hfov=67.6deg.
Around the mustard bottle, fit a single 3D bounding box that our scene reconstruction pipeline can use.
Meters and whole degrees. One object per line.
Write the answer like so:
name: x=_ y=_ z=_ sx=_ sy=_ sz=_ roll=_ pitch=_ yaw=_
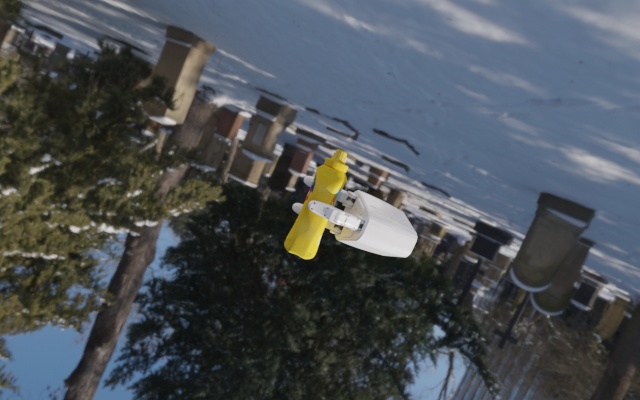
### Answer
mustard bottle: x=0.000 y=0.003 z=0.827 sx=0.058 sy=0.191 sz=0.096 roll=24 pitch=5 yaw=3
